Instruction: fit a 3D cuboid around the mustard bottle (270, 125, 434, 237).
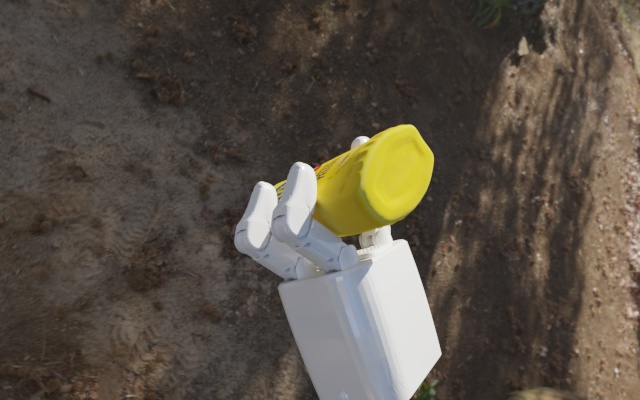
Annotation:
[{"bbox_3d":[0.000,0.001,0.412,0.192,0.058,0.096,-21,23,49],"label":"mustard bottle"}]
